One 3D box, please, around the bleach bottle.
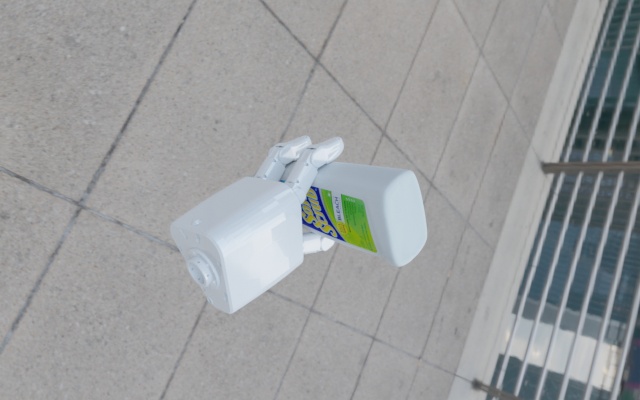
[{"bbox_3d":[0.000,0.002,0.575,0.251,0.103,0.068,10,35,43],"label":"bleach bottle"}]
